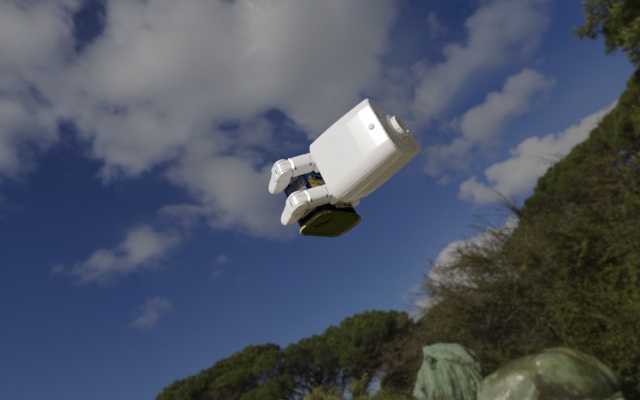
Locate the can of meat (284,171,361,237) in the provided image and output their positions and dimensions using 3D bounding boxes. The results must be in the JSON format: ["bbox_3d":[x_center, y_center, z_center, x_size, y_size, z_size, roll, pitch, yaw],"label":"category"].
[{"bbox_3d":[0.000,0.002,0.695,0.057,0.084,0.102,-41,-29,29],"label":"can of meat"}]
